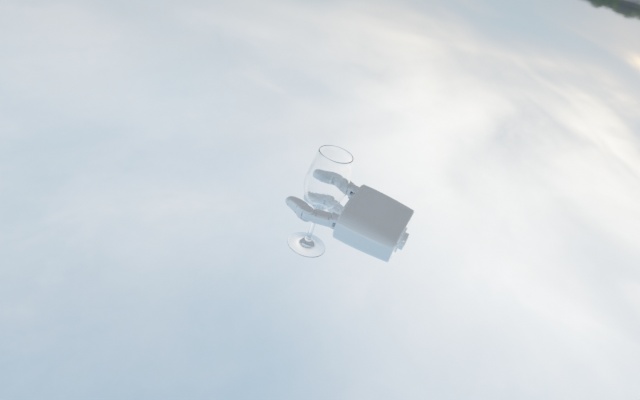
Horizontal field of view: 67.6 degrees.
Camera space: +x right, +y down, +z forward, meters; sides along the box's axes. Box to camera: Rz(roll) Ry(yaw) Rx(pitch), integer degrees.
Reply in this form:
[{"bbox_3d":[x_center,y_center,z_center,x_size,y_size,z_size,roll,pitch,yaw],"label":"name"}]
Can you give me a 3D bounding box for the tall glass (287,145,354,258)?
[{"bbox_3d":[0.000,0.003,0.853,0.079,0.201,0.079,13,31,-8],"label":"tall glass"}]
